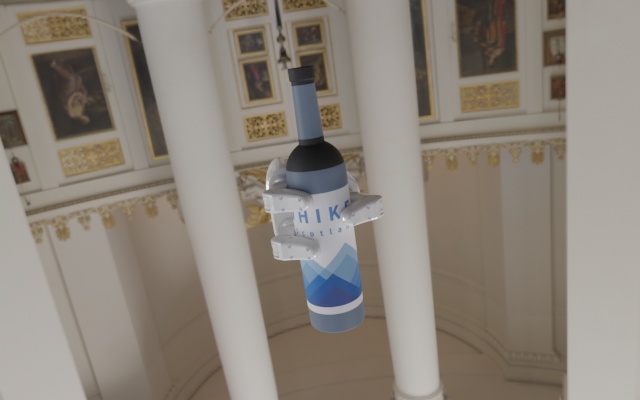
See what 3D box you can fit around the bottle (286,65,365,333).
[{"bbox_3d":[0.000,0.002,0.535,0.069,0.296,0.069,-8,16,2],"label":"bottle"}]
